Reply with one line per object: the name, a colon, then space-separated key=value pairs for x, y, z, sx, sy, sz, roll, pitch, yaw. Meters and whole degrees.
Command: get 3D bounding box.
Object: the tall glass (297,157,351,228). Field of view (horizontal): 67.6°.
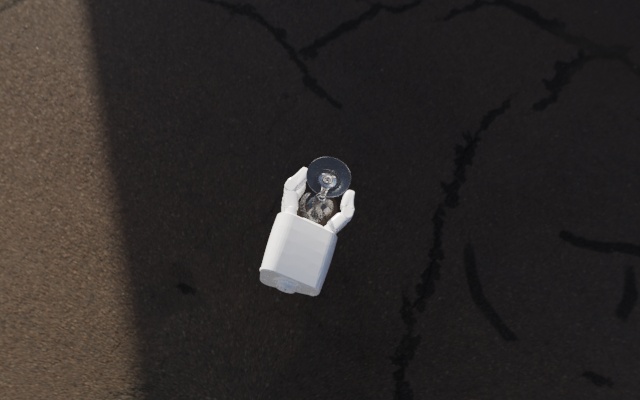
tall glass: x=0.000 y=0.002 z=0.867 sx=0.079 sy=0.079 sz=0.201 roll=0 pitch=-25 yaw=-8
